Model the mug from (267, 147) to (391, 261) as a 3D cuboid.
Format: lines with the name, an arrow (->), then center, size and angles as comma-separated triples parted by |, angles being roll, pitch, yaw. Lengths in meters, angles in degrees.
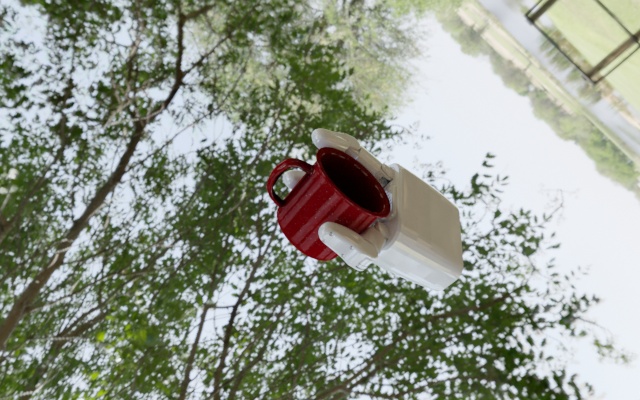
mug -> -0.001, 0.001, 0.477 | 0.117, 0.081, 0.093 | 29, 30, -25
